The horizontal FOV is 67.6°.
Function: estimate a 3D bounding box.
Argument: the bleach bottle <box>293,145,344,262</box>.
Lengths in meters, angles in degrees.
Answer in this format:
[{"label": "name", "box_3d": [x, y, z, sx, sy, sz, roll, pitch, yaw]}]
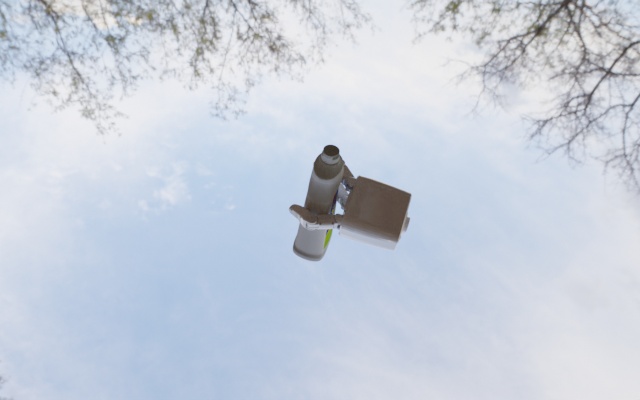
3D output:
[{"label": "bleach bottle", "box_3d": [0.000, 0.003, 0.883, 0.068, 0.102, 0.251, 18, -40, 6]}]
